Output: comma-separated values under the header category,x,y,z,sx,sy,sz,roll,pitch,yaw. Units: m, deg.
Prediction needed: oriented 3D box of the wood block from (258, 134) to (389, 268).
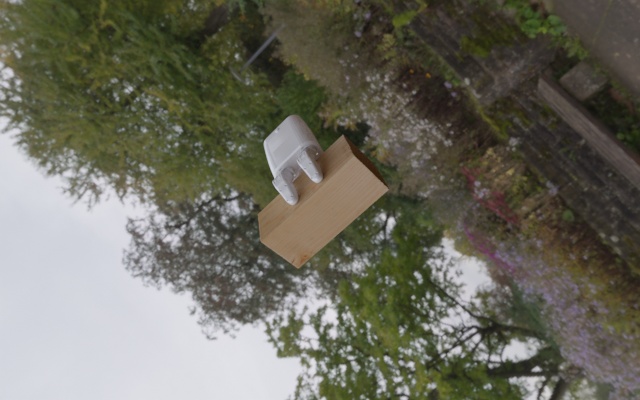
category,x,y,z,sx,sy,sz,roll,pitch,yaw
wood block,0.000,0.003,0.800,0.091,0.206,0.090,40,17,-28
